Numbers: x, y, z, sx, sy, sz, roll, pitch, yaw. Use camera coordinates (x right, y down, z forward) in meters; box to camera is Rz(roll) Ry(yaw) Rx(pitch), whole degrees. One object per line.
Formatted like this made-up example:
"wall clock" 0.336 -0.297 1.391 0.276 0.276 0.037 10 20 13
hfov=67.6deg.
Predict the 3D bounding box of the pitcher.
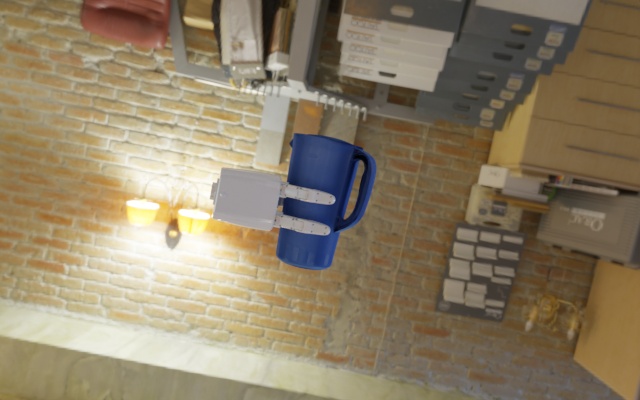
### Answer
"pitcher" 0.000 0.003 0.887 0.145 0.243 0.149 11 4 -15
